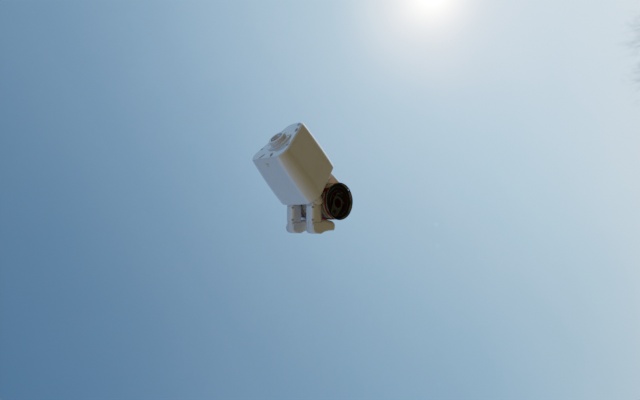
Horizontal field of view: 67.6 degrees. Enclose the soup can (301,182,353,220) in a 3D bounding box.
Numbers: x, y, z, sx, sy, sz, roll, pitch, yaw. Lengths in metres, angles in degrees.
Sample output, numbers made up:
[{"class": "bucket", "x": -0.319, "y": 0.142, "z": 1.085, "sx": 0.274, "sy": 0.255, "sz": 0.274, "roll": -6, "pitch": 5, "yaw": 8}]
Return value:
[{"class": "soup can", "x": 0.000, "y": 0.003, "z": 0.890, "sx": 0.068, "sy": 0.068, "sz": 0.102, "roll": 0, "pitch": -2, "yaw": -44}]
